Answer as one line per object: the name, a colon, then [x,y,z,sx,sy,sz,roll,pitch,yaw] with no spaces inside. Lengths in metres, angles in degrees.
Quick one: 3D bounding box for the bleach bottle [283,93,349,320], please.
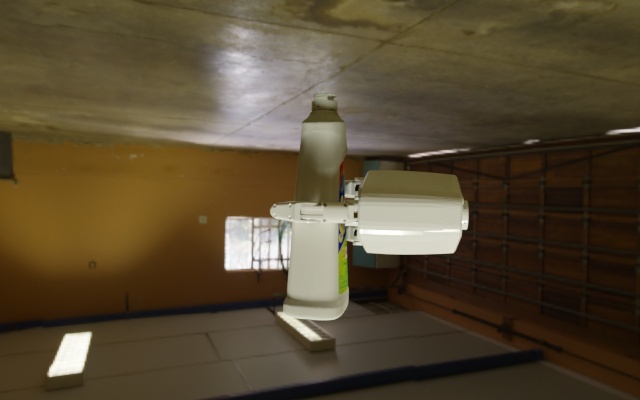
bleach bottle: [0.000,0.002,0.554,0.068,0.251,0.102,1,1,12]
